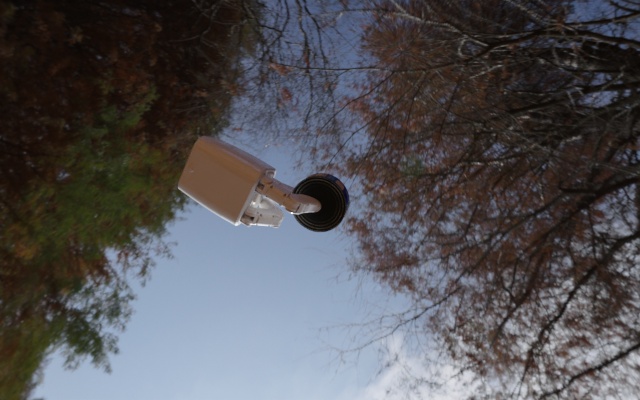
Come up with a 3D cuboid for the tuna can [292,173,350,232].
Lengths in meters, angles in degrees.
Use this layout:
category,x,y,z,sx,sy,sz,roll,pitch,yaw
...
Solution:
category,x,y,z,sx,sy,sz,roll,pitch,yaw
tuna can,0.000,0.002,0.720,0.086,0.086,0.033,0,14,15
